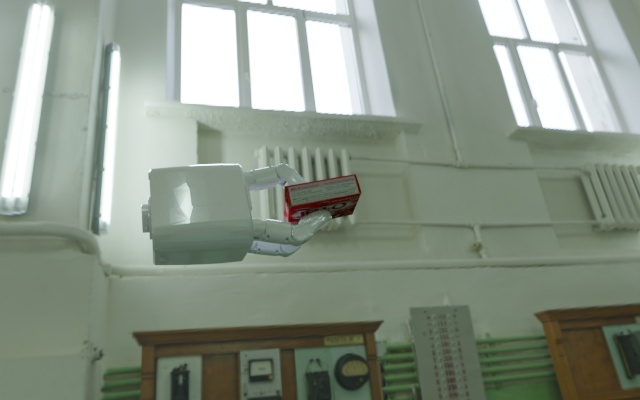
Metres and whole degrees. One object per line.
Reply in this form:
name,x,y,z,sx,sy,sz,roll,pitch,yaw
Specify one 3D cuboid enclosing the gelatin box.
gelatin box,0.000,0.001,0.586,0.089,0.030,0.073,-11,-20,-9
